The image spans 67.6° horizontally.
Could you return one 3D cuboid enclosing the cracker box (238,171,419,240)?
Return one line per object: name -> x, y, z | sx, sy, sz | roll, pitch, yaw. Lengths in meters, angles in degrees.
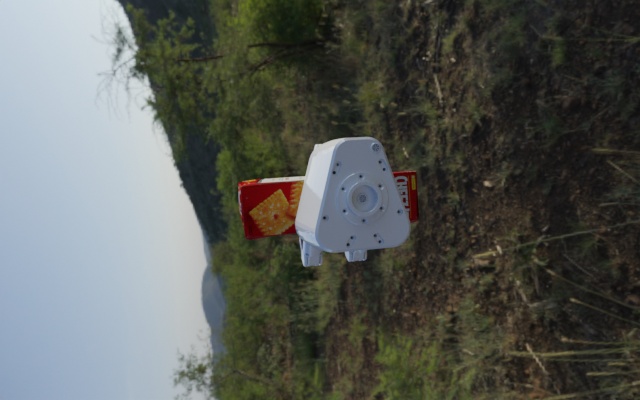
cracker box -> 0.000, 0.002, 0.638 | 0.213, 0.072, 0.164 | -4, 4, -11
